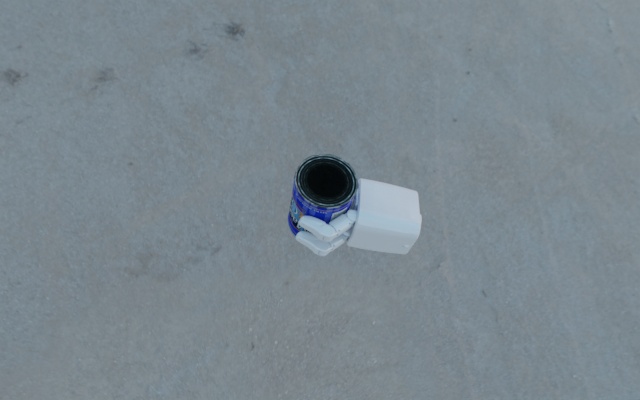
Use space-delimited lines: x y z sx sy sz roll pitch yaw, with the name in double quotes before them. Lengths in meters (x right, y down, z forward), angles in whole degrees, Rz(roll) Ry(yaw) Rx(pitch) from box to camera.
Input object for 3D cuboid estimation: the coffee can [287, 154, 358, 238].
"coffee can" 0.000 0.003 0.813 0.103 0.102 0.140 0 -30 -9
